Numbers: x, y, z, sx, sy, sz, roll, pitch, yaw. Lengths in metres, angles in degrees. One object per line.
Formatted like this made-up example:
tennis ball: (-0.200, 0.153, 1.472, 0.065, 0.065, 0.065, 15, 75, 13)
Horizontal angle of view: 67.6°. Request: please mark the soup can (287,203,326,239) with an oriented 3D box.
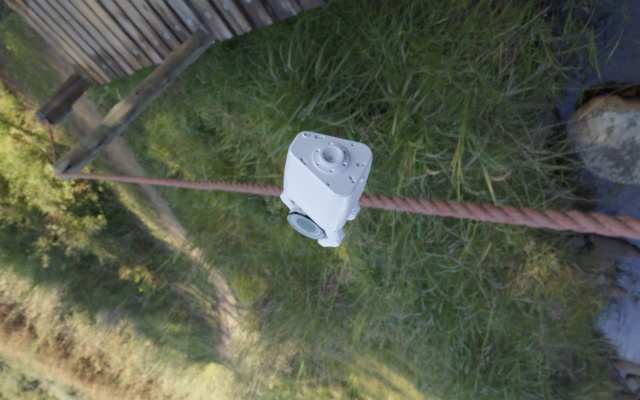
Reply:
soup can: (0.000, 0.003, 0.767, 0.068, 0.102, 0.068, 25, -27, 13)
